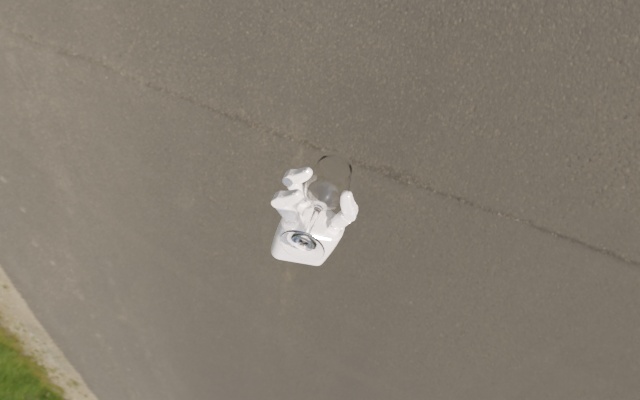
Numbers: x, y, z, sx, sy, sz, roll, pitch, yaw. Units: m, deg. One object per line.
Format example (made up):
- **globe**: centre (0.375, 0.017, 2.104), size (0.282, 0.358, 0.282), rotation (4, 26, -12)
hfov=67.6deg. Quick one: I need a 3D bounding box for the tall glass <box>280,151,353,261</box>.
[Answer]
- **tall glass**: centre (0.000, 0.003, 0.813), size (0.079, 0.201, 0.079), rotation (13, -41, 12)
